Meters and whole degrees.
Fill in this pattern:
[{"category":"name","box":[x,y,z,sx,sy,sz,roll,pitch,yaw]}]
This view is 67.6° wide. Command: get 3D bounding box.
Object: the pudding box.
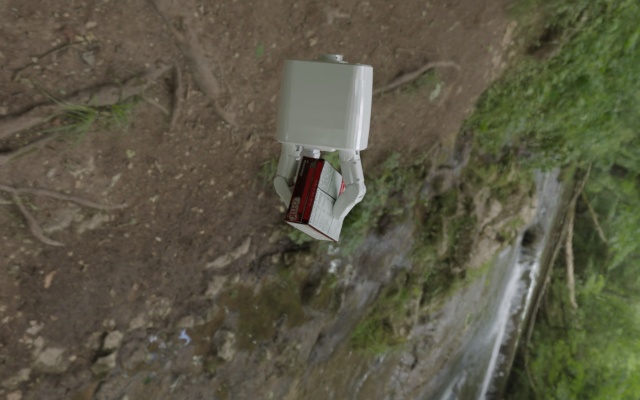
[{"category":"pudding box","box":[0.000,0.002,0.645,0.039,0.090,0.113,10,-13,27]}]
